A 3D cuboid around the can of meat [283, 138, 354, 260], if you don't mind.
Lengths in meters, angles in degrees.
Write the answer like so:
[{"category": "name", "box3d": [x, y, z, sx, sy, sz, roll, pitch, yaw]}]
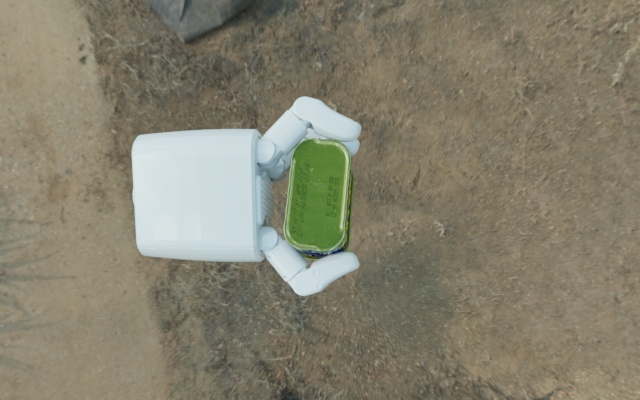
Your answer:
[{"category": "can of meat", "box3d": [0.000, 0.001, 0.435, 0.057, 0.102, 0.084, 4, -10, 5]}]
